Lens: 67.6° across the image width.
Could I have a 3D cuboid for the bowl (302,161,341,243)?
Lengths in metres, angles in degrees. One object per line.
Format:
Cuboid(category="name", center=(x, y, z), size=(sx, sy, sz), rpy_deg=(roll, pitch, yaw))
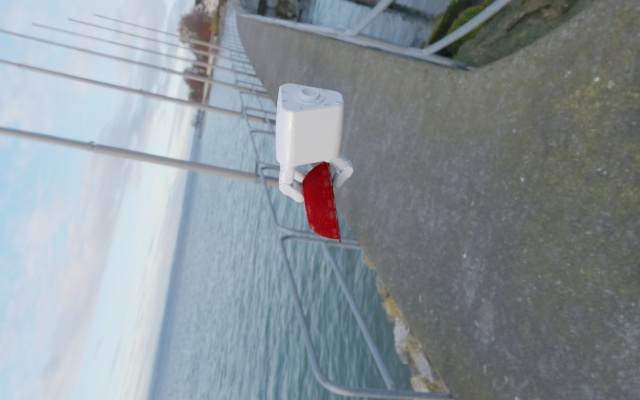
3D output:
Cuboid(category="bowl", center=(0.000, 0.004, 0.890), size=(0.055, 0.162, 0.162), rpy_deg=(-9, 0, 2))
